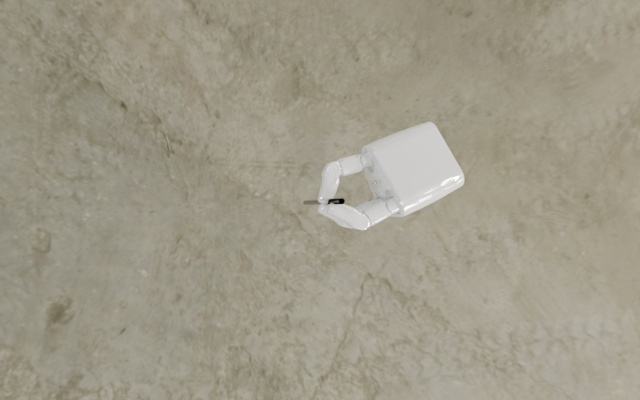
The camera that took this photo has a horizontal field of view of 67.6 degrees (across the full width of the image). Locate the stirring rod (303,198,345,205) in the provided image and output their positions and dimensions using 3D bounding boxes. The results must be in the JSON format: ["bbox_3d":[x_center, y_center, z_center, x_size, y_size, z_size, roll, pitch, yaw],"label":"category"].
[{"bbox_3d":[0.000,0.002,0.721,0.011,0.011,0.239,0,-1,-13],"label":"stirring rod"}]
